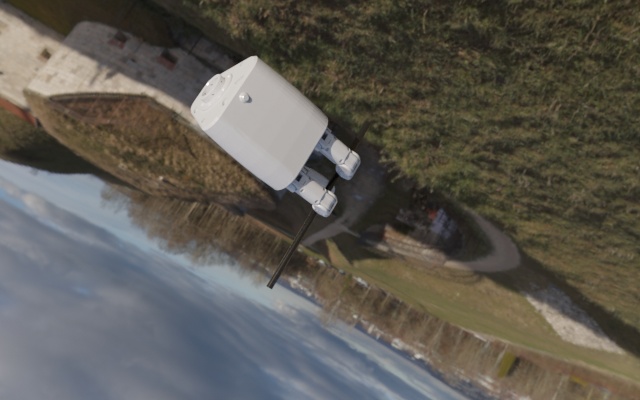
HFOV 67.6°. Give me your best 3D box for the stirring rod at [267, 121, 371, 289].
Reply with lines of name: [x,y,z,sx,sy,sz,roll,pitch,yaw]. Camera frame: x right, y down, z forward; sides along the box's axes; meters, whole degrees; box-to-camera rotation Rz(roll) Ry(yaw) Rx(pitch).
stirring rod: [0.000,0.002,0.586,0.011,0.239,0.011,30,-11,6]
